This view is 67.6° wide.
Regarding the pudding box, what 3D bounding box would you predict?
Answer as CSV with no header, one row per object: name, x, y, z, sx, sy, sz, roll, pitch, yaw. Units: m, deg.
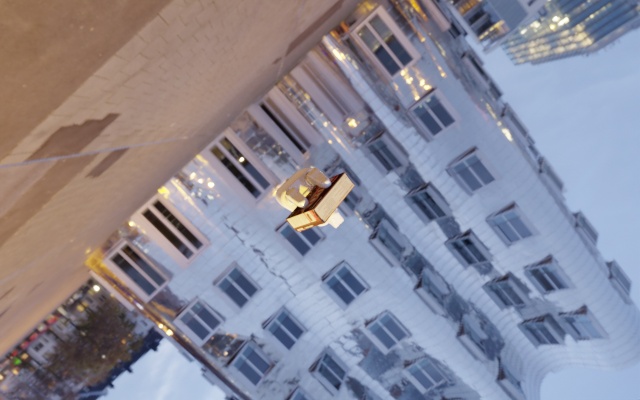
pudding box,0.000,0.003,0.881,0.090,0.039,0.113,-22,24,52
